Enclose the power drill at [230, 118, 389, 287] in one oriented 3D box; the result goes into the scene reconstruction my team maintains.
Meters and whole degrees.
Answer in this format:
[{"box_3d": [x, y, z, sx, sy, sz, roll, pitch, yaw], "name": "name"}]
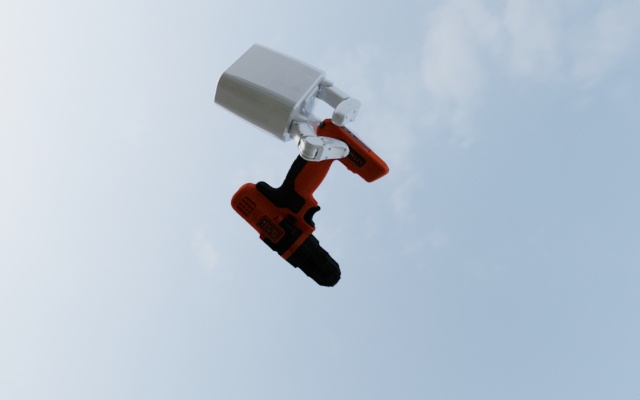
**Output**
[{"box_3d": [0.000, 0.002, 0.627, 0.184, 0.188, 0.057, 42, 14, -5], "name": "power drill"}]
